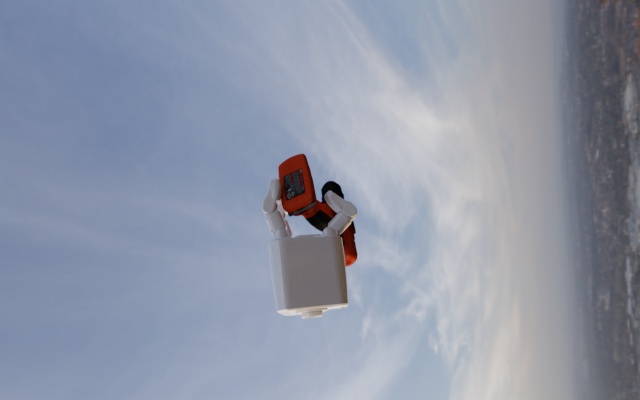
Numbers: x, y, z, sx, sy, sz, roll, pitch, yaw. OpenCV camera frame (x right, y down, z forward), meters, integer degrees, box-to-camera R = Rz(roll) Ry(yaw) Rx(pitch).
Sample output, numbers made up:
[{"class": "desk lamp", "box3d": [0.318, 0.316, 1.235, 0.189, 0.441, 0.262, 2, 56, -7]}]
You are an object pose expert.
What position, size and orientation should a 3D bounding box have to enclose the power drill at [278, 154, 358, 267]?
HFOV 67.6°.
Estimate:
[{"class": "power drill", "box3d": [0.000, 0.003, 0.824, 0.057, 0.184, 0.188, -27, -42, 17]}]
